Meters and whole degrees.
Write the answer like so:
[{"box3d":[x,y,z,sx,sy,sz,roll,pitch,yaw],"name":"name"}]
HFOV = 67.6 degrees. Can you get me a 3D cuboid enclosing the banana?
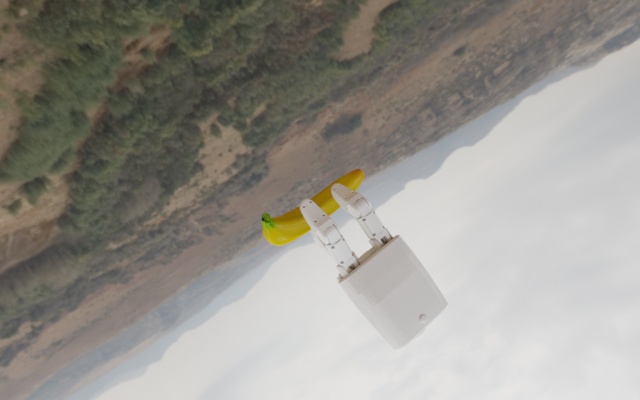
[{"box3d":[-0.011,0.013,0.625,0.197,0.037,0.070,-30,-13,-45],"name":"banana"}]
